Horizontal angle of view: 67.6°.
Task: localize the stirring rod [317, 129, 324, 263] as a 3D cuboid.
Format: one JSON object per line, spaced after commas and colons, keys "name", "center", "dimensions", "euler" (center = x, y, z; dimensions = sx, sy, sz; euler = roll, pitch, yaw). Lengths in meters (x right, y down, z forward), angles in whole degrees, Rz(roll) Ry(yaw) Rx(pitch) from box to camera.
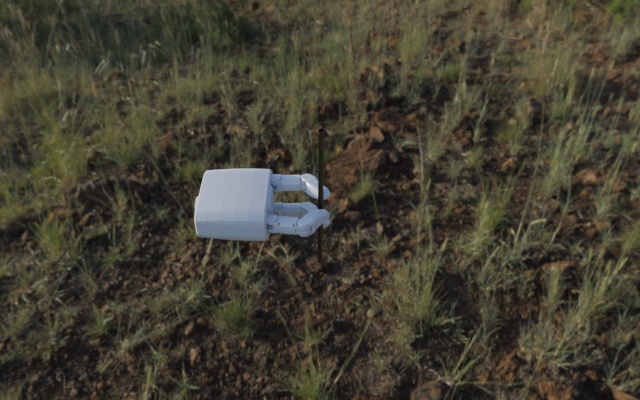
{"name": "stirring rod", "center": [0.000, 0.002, 0.724], "dimensions": [0.011, 0.240, 0.011], "euler": [0, 35, 0]}
